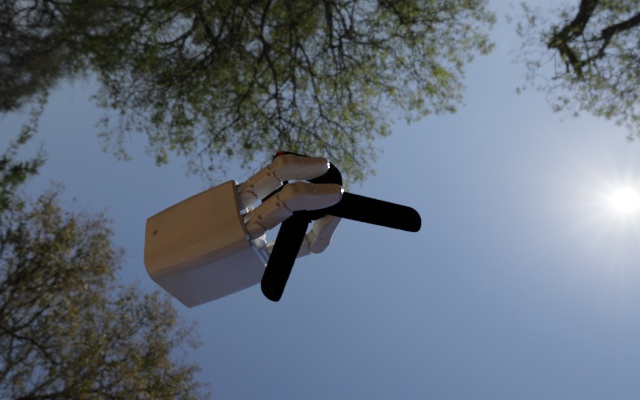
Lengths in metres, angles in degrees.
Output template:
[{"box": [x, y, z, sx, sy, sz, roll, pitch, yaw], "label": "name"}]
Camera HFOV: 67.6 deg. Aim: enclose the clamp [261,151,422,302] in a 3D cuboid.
[{"box": [0.000, 0.002, 0.515, 0.164, 0.036, 0.209, -20, 39, -2], "label": "clamp"}]
